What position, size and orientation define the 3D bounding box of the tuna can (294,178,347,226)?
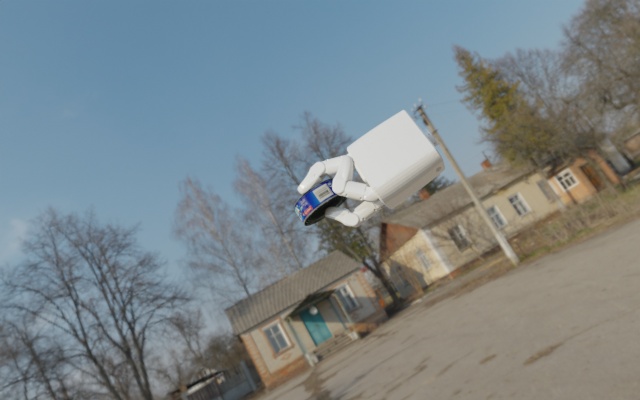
[{"bbox_3d":[0.000,0.002,0.772,0.086,0.033,0.086,-33,-15,-10],"label":"tuna can"}]
